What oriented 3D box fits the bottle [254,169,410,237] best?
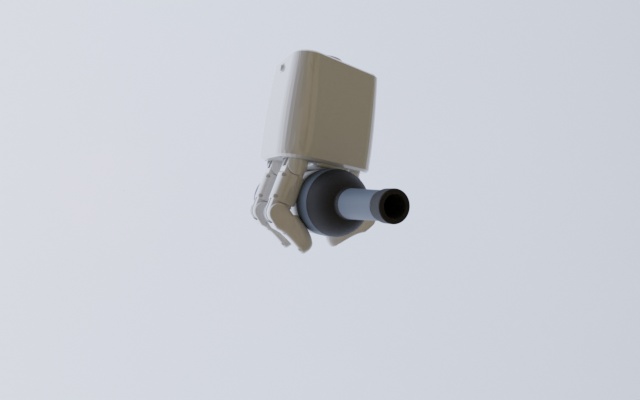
[{"bbox_3d":[0.000,0.002,0.495,0.069,0.069,0.295,0,1,-22],"label":"bottle"}]
